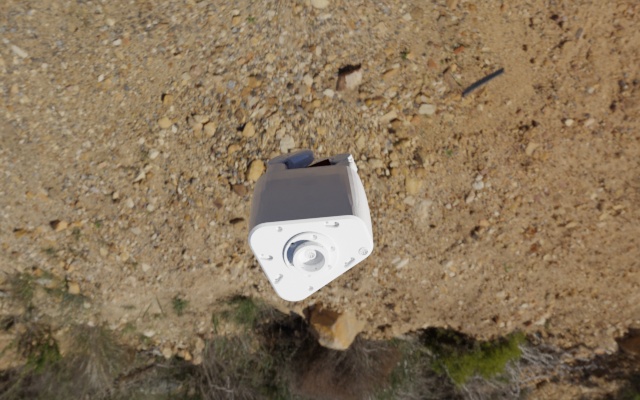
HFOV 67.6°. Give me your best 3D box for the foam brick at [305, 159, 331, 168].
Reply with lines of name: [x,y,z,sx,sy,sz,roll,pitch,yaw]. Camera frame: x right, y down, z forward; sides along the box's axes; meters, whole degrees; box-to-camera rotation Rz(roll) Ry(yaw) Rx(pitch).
foam brick: [0.000,0.002,0.555,0.053,0.078,0.051,-20,27,10]
